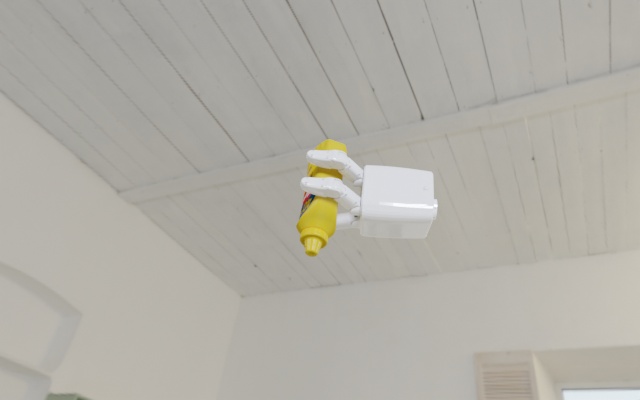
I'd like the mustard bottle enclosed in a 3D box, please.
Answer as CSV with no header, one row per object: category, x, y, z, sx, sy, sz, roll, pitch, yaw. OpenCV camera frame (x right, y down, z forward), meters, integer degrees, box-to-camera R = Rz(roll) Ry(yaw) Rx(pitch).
mustard bottle,0.000,0.002,0.742,0.058,0.191,0.096,19,-39,-12
